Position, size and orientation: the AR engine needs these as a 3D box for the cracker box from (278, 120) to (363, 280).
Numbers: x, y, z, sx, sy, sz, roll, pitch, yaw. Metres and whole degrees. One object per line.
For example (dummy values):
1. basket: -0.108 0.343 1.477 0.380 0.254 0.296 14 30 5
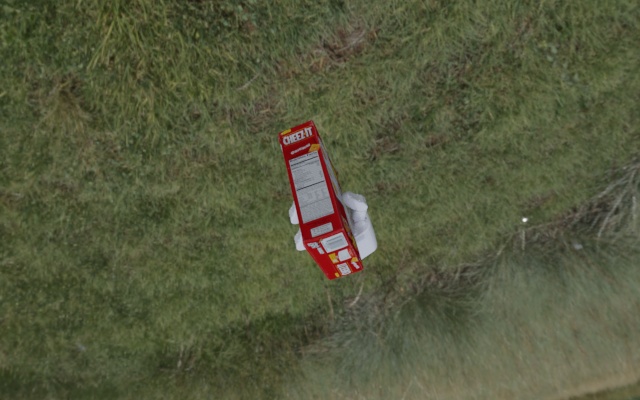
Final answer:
1. cracker box: 0.000 0.003 0.795 0.072 0.213 0.164 -19 -32 6
